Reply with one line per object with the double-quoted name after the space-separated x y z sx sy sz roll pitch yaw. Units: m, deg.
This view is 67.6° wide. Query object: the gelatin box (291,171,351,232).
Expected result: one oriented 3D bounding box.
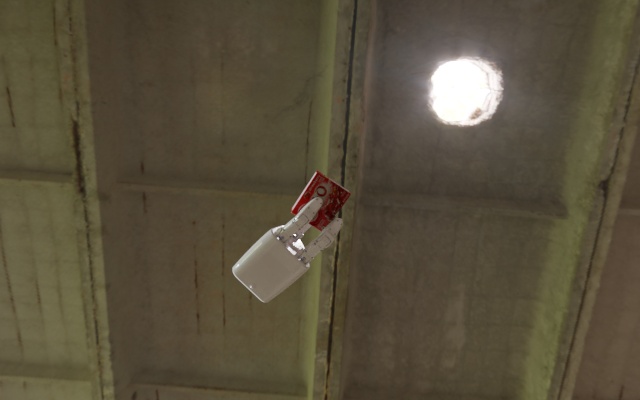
0.000 0.002 0.860 0.073 0.089 0.030 33 8 -8 "gelatin box"
